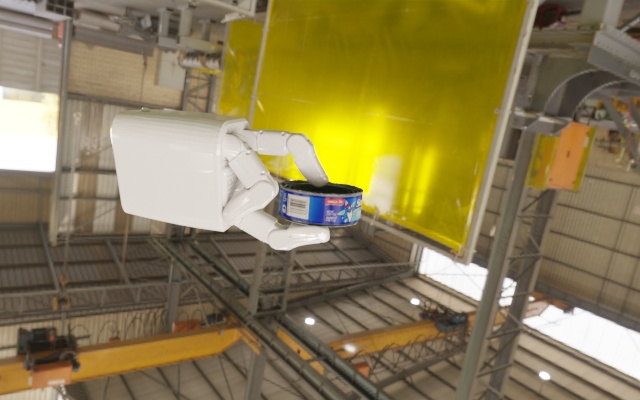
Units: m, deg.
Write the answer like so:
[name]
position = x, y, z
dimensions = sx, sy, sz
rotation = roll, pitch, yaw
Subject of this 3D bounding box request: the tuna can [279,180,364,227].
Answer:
[tuna can]
position = 0.000, 0.002, 0.491
dimensions = 0.086, 0.034, 0.086
rotation = 4, 10, -1
